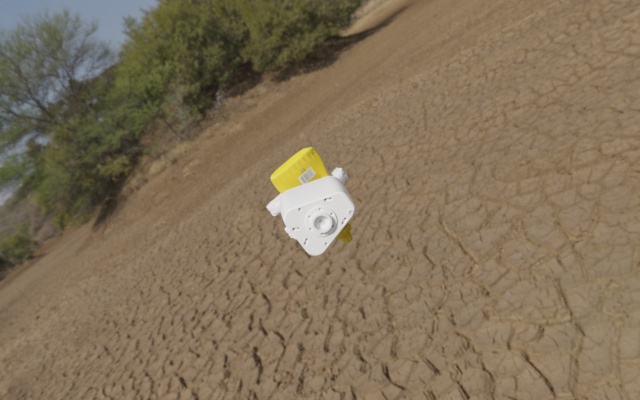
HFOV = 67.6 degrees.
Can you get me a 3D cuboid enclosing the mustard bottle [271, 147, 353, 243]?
[{"bbox_3d":[0.000,0.003,0.887,0.096,0.192,0.058,-42,17,-20],"label":"mustard bottle"}]
